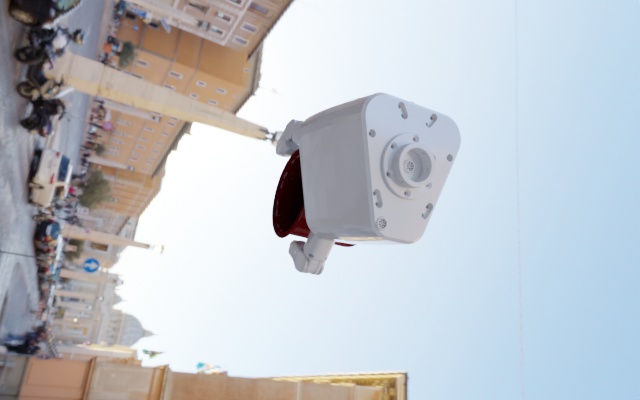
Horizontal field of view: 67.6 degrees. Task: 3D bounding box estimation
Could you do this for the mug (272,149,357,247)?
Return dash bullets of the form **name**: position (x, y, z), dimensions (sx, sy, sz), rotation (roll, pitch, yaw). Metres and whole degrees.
- **mug**: position (0.000, 0.002, 0.505), dimensions (0.081, 0.093, 0.117), rotation (15, -7, -24)
